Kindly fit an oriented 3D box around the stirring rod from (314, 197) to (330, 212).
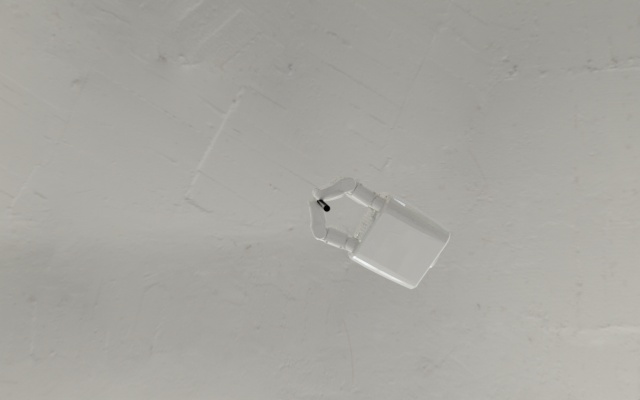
[{"bbox_3d":[0.000,0.002,0.665,0.011,0.011,0.239,0,3,-3],"label":"stirring rod"}]
